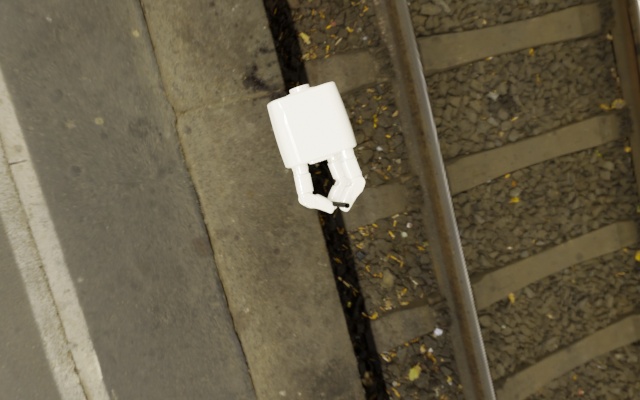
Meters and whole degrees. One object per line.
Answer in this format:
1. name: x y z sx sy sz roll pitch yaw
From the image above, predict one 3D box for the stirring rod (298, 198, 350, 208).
1. stirring rod: 0.000 0.003 0.829 0.011 0.011 0.239 0 2 -20
